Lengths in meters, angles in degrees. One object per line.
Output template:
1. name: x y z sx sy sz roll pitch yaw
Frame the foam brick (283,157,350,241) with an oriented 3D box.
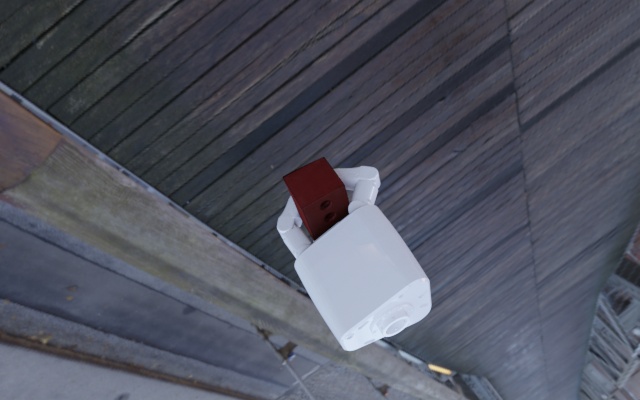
1. foam brick: 0.000 0.002 0.530 0.053 0.051 0.078 -28 -38 -6
